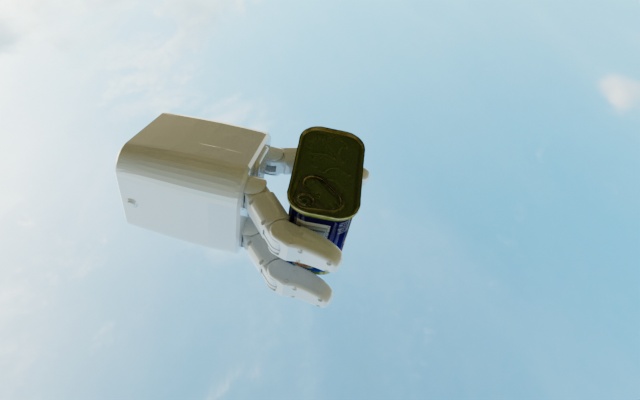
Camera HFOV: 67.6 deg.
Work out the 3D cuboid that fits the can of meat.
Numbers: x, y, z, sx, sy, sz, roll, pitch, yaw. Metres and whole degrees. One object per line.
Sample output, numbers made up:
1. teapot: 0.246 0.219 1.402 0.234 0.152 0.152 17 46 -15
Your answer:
1. can of meat: 0.000 0.002 0.415 0.057 0.102 0.084 11 -42 -2
